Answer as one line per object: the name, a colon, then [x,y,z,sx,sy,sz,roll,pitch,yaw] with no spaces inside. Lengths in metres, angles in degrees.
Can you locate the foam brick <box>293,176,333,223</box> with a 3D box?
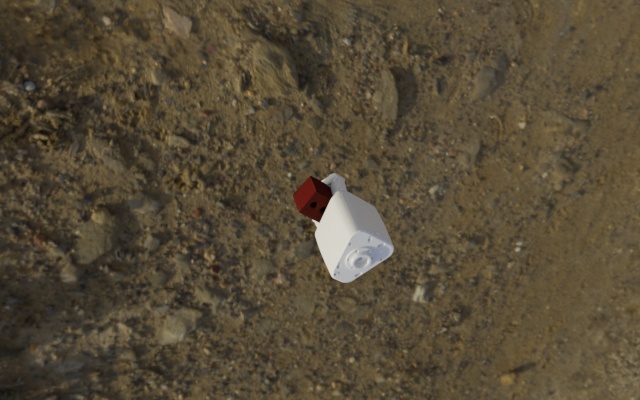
foam brick: [0.000,0.003,0.849,0.078,0.053,0.051,28,24,-31]
